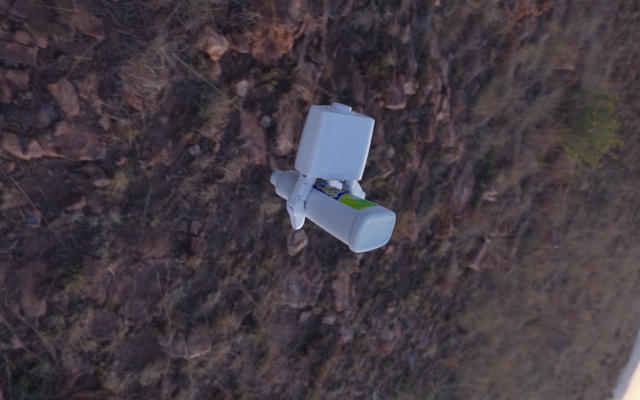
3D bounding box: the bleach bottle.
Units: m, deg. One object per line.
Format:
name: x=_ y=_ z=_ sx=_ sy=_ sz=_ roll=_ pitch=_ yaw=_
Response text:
bleach bottle: x=0.000 y=0.003 z=0.816 sx=0.250 sy=0.068 sz=0.102 roll=27 pitch=22 yaw=37
